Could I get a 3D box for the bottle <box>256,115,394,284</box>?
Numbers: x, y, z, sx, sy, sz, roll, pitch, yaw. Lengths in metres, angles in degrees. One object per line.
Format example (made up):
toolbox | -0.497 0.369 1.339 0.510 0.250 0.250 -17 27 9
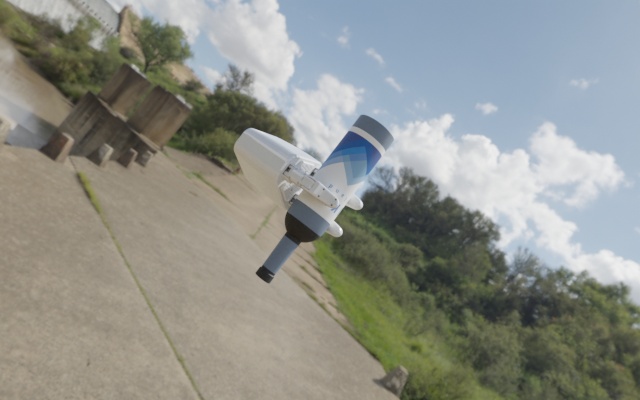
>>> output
bottle | 0.000 0.002 0.739 0.069 0.295 0.069 37 -5 4
